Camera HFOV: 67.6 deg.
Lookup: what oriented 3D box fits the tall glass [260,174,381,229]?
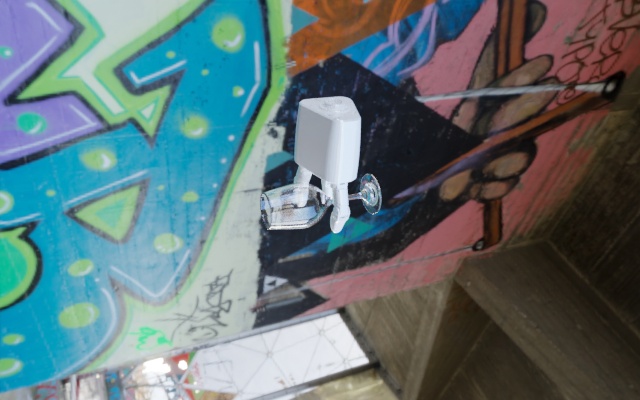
[{"bbox_3d":[0.001,0.003,0.826,0.201,0.079,0.079,-10,4,-22],"label":"tall glass"}]
